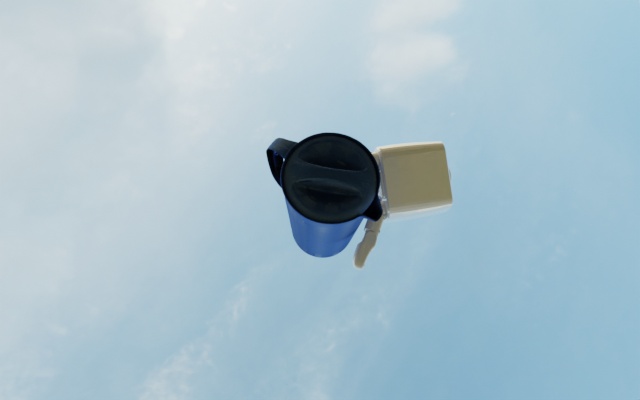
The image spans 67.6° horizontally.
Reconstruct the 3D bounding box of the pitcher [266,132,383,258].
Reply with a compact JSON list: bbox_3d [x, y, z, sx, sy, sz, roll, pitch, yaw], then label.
[{"bbox_3d":[0.000,0.002,0.738,0.145,0.149,0.243,-8,-20,-6],"label":"pitcher"}]
